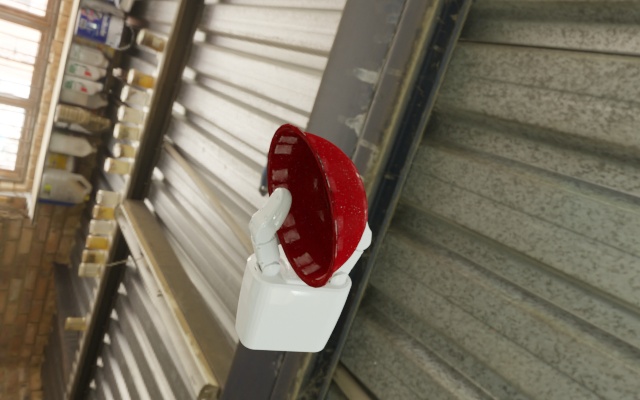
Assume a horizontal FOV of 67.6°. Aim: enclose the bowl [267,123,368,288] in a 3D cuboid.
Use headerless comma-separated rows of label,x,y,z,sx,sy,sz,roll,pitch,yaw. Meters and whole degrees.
bowl,0.001,0.001,0.473,0.055,0.162,0.162,-12,5,-24
